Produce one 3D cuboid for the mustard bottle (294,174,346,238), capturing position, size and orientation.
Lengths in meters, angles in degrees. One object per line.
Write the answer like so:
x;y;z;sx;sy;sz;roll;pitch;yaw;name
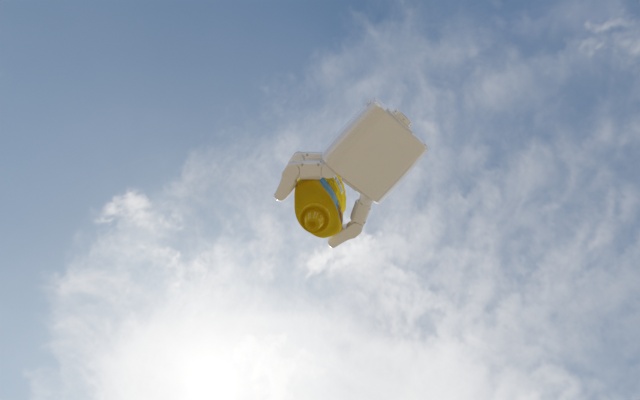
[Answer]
0.000;0.002;0.703;0.058;0.096;0.191;-22;14;12;mustard bottle
